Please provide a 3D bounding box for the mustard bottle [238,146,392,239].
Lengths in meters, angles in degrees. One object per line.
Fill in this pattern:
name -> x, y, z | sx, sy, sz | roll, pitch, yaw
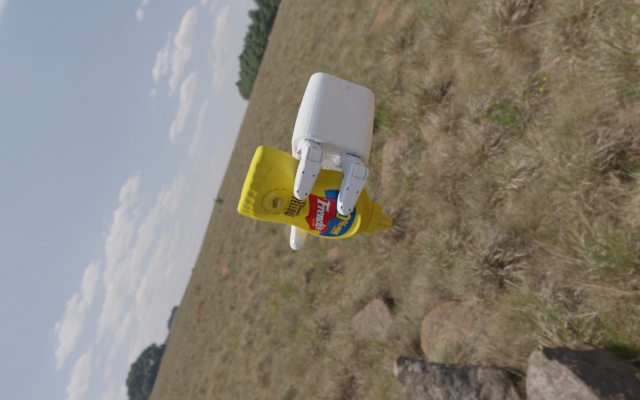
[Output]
mustard bottle -> 0.000, 0.002, 0.598 | 0.191, 0.096, 0.058 | 17, 38, -12
